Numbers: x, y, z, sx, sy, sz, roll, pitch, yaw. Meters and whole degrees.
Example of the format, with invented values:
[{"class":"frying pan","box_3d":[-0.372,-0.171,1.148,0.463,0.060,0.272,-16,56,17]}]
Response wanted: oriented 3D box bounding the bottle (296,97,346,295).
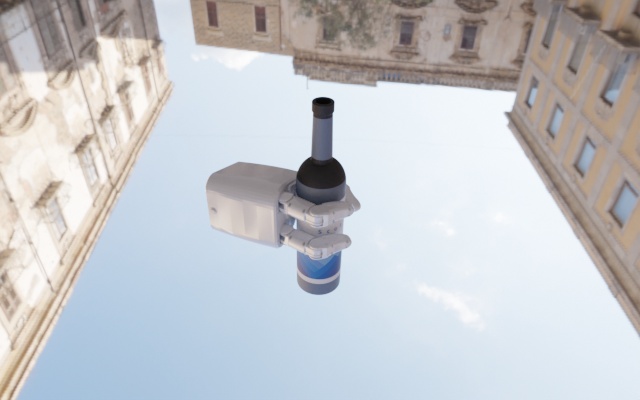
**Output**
[{"class":"bottle","box_3d":[0.000,0.002,0.649,0.069,0.296,0.069,1,36,-1]}]
